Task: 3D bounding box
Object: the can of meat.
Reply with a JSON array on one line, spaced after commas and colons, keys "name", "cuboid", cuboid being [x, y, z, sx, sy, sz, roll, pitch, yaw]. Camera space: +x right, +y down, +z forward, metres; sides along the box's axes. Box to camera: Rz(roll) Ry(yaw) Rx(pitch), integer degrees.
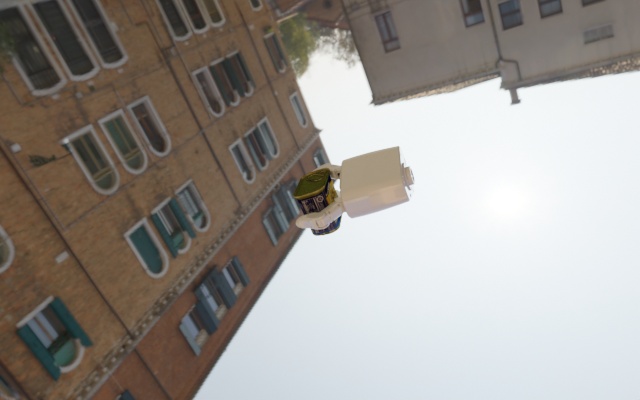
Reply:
[{"name": "can of meat", "cuboid": [0.000, 0.003, 0.839, 0.057, 0.084, 0.102, -17, 23, 16]}]
